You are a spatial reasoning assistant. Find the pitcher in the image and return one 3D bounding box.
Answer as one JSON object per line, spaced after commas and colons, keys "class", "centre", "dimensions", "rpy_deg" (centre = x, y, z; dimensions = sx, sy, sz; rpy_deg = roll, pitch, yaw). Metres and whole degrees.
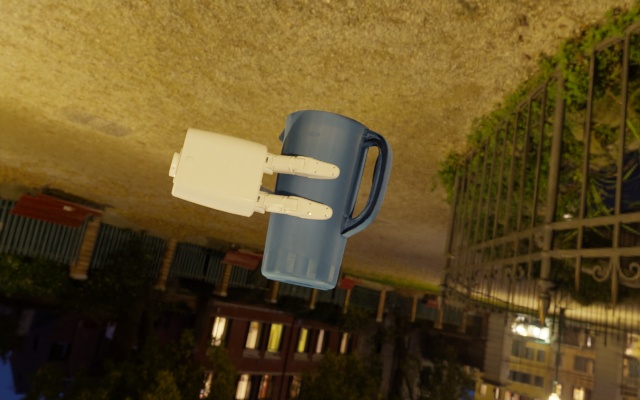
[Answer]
{"class": "pitcher", "centre": [0.000, 0.002, 0.690], "dimensions": [0.145, 0.242, 0.149], "rpy_deg": [15, -12, -17]}
